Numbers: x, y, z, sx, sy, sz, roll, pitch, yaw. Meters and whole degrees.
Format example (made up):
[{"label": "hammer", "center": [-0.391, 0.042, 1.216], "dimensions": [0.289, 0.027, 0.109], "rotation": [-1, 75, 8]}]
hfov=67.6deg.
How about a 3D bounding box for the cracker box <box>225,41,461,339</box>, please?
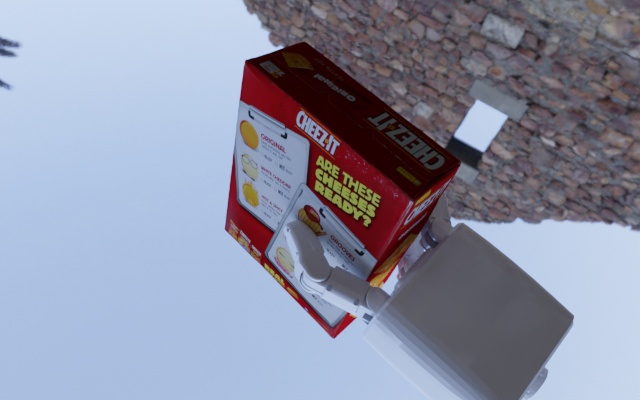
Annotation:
[{"label": "cracker box", "center": [0.000, 0.002, 0.415], "dimensions": [0.072, 0.164, 0.214], "rotation": [-34, -23, -36]}]
